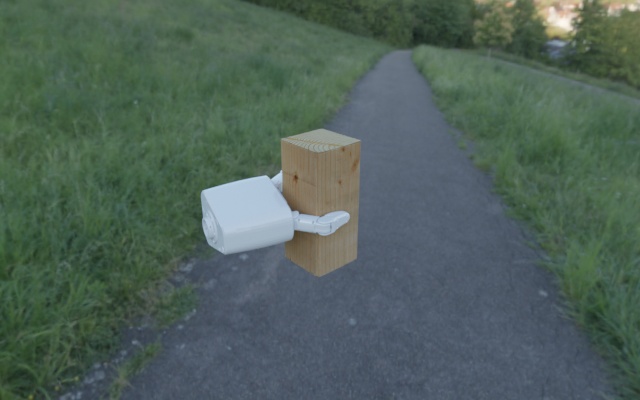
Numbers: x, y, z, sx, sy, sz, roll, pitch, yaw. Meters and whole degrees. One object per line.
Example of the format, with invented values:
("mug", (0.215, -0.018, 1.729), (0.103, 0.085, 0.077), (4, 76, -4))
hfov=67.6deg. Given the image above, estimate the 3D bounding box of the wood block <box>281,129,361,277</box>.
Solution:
("wood block", (0.000, 0.003, 0.760), (0.090, 0.206, 0.090), (-20, 31, -37))
